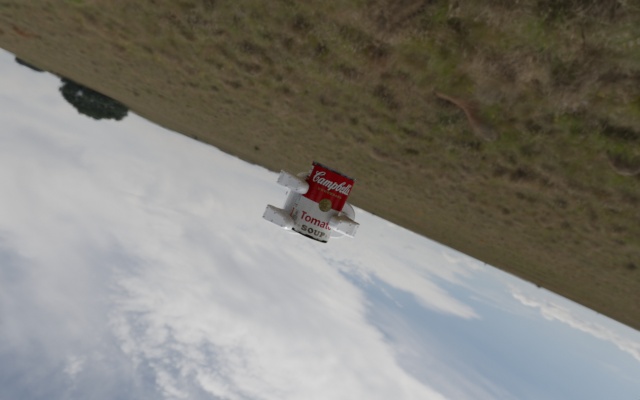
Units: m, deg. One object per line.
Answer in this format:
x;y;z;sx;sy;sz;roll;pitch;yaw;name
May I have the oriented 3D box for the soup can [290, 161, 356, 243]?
0.000;0.003;0.690;0.068;0.102;0.068;24;3;-1;soup can
